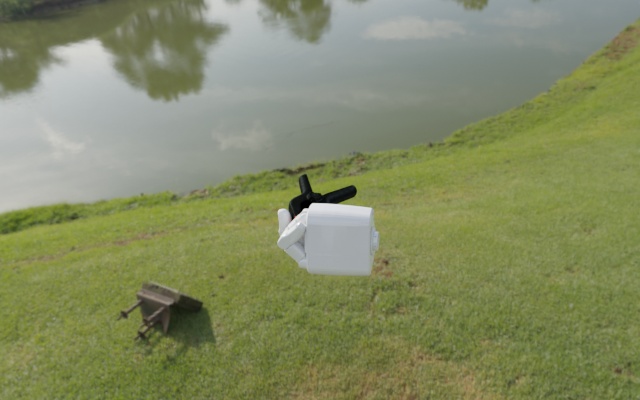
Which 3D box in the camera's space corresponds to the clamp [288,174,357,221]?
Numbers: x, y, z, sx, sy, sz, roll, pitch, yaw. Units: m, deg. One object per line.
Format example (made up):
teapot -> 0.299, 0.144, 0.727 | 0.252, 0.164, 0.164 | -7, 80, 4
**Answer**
clamp -> 0.000, 0.002, 0.895 | 0.120, 0.039, 0.171 | 4, 33, 12
